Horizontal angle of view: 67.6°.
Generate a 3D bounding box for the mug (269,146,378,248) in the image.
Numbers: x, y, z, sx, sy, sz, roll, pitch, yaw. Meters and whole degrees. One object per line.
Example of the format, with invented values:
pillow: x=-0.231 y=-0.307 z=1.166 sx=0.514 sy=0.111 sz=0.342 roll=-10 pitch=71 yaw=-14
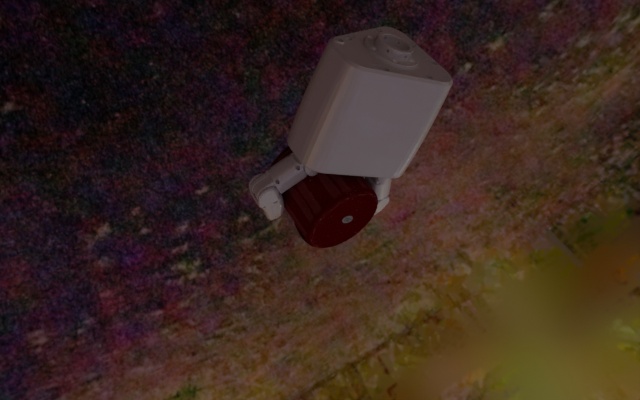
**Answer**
mug: x=0.000 y=0.003 z=0.489 sx=0.093 sy=0.081 sz=0.117 roll=-12 pitch=-38 yaw=-35
